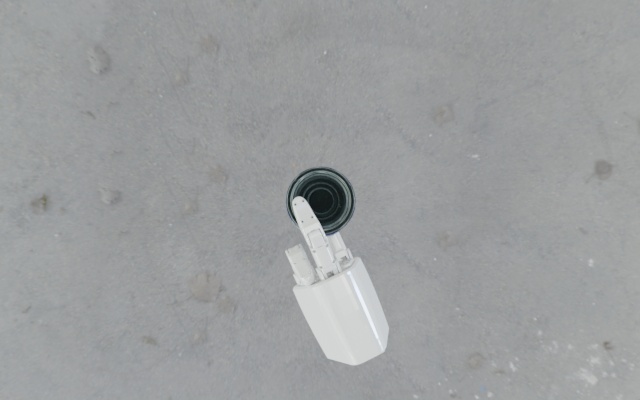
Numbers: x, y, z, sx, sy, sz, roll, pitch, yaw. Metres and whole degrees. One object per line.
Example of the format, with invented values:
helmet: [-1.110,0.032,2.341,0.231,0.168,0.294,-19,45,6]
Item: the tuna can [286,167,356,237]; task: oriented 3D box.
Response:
tuna can: [0.000,0.002,0.588,0.086,0.086,0.034,0,-6,-1]
